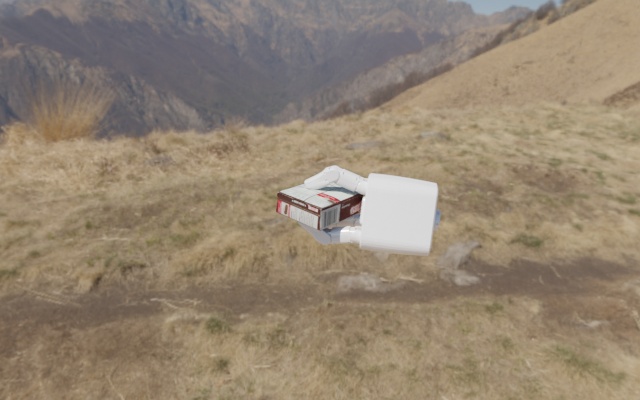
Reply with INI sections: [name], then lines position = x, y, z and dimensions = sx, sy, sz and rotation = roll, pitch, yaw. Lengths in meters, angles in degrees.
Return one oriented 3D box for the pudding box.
[pudding box]
position = 0.000, 0.002, 0.749
dimensions = 0.090, 0.039, 0.113
rotation = 20, 24, 34
